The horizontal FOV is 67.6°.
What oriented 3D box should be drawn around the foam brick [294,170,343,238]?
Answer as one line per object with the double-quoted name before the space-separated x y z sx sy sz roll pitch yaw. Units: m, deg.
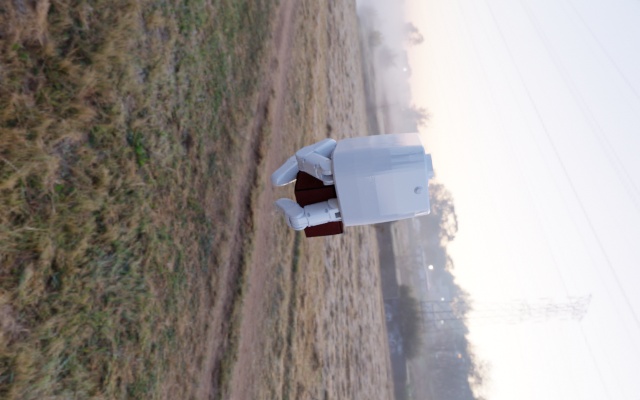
"foam brick" 0.000 0.002 0.625 0.051 0.078 0.053 -7 35 9
